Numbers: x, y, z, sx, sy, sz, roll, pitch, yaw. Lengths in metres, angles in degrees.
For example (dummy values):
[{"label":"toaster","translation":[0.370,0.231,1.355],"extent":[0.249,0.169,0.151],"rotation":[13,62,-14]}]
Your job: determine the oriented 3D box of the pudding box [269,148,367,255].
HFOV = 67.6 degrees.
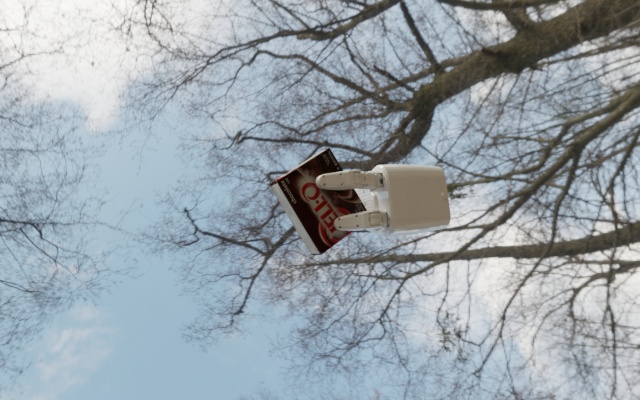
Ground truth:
[{"label":"pudding box","translation":[0.000,0.002,0.626],"extent":[0.090,0.113,0.039],"rotation":[-35,6,-25]}]
